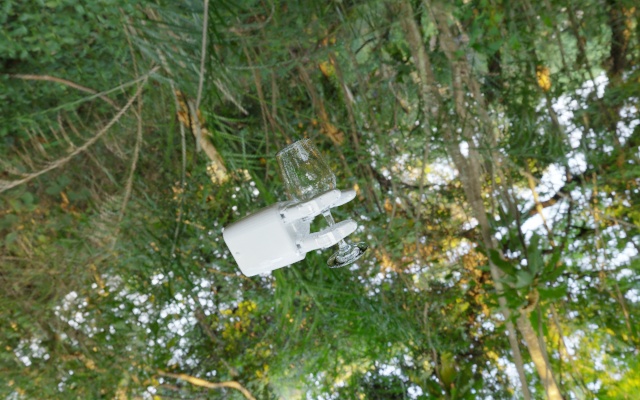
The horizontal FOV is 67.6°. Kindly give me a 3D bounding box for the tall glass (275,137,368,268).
[{"bbox_3d":[0.001,0.003,0.758,0.079,0.201,0.079,-25,12,6],"label":"tall glass"}]
